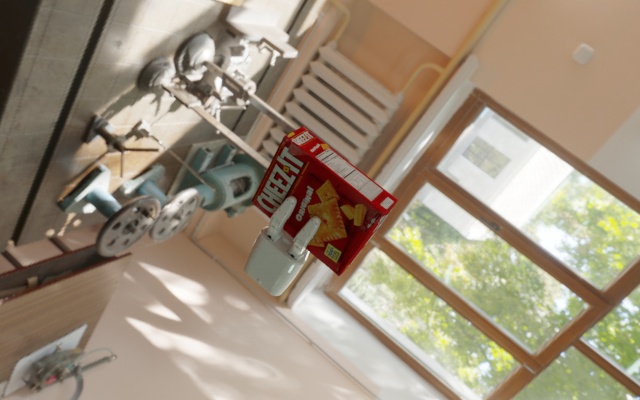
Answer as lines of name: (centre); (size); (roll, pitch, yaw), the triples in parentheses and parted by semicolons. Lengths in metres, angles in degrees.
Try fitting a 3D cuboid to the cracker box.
cracker box: (0.000, 0.003, 0.833); (0.213, 0.164, 0.072); (39, 35, 10)
